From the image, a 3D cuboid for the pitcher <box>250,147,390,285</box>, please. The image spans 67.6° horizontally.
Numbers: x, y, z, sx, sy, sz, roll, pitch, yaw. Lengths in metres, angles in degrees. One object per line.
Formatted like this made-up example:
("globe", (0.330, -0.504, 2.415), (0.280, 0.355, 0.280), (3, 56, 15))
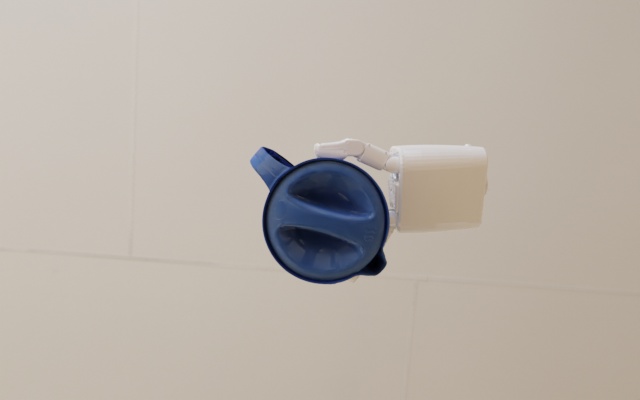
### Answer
("pitcher", (0.000, 0.002, 0.606), (0.145, 0.149, 0.243), (-4, 6, 1))
